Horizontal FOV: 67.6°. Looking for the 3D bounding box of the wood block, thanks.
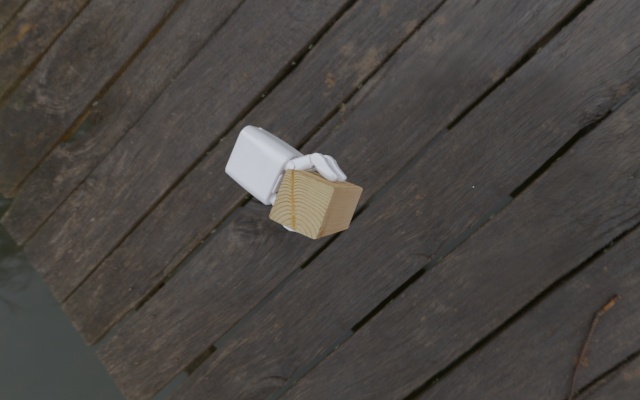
[{"bbox_3d":[0.000,0.003,0.858,0.090,0.091,0.206,24,8,16],"label":"wood block"}]
